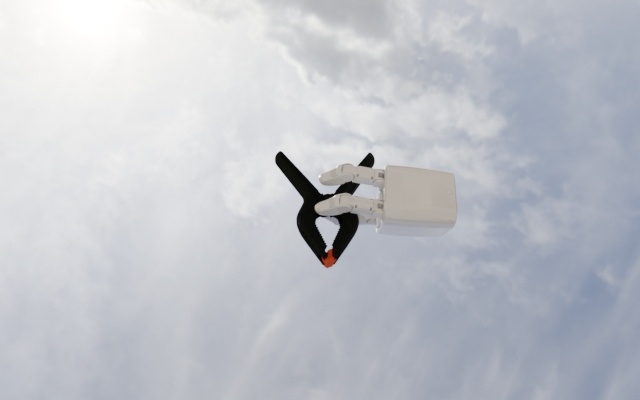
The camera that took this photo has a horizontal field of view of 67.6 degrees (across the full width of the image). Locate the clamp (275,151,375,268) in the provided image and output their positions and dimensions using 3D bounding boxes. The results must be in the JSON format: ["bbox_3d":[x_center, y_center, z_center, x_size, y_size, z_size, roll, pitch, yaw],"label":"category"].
[{"bbox_3d":[0.000,0.003,0.745,0.164,0.209,0.036,6,-33,1],"label":"clamp"}]
